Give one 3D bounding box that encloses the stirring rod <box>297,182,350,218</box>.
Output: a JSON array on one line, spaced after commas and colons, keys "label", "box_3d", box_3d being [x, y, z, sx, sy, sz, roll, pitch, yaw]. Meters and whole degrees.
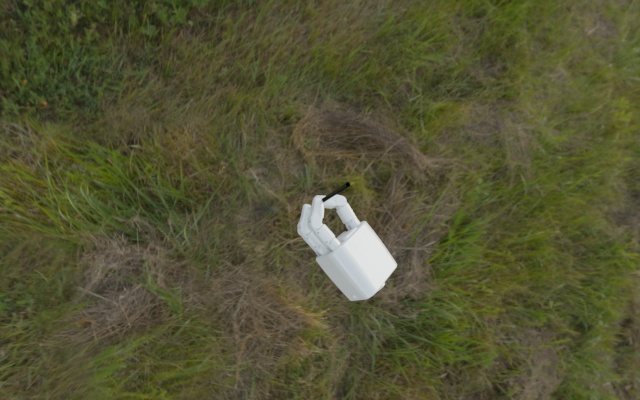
[{"label": "stirring rod", "box_3d": [0.000, 0.003, 0.865, 0.011, 0.011, 0.239, 0, -14, -22]}]
